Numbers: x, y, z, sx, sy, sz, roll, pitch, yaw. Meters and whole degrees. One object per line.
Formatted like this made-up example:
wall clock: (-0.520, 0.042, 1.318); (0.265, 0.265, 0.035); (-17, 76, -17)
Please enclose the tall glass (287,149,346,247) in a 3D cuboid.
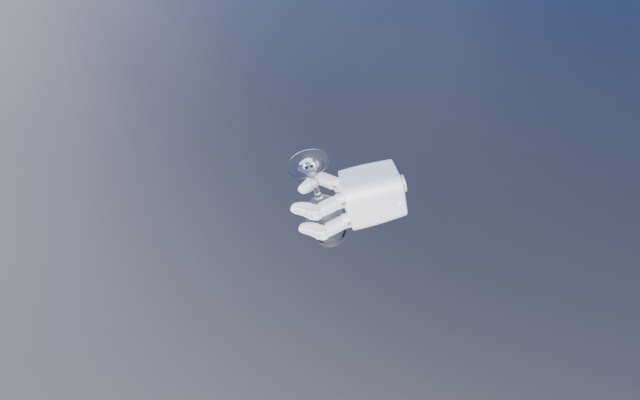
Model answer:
tall glass: (0.000, 0.002, 0.895); (0.079, 0.079, 0.201); (0, -43, 17)
